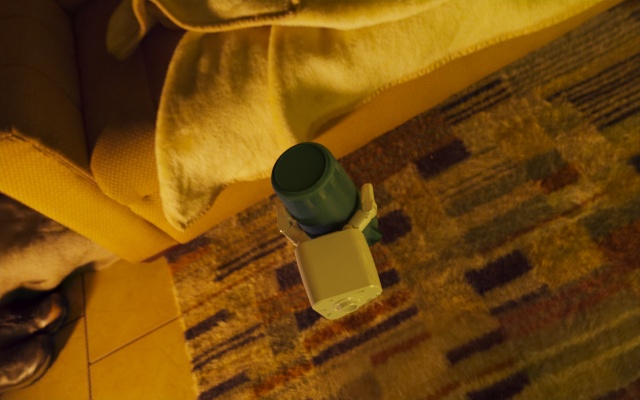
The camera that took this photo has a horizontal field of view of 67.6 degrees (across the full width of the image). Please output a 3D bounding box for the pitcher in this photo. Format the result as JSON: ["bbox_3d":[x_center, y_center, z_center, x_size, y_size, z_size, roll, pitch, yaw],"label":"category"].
[{"bbox_3d":[0.000,0.003,0.840,0.149,0.145,0.243,-25,-34,8],"label":"pitcher"}]
